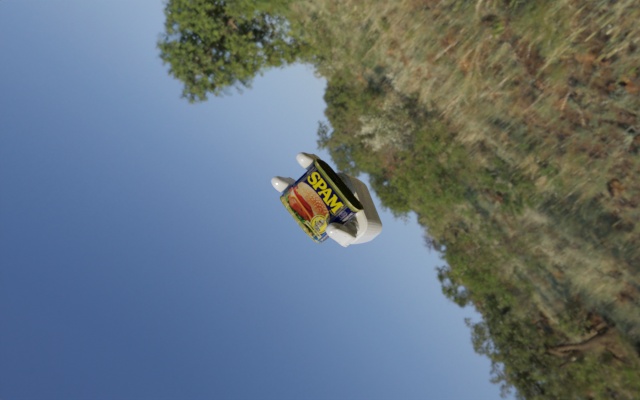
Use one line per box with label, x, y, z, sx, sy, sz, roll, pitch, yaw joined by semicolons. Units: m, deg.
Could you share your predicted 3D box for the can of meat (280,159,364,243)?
can of meat;0.000;0.003;0.726;0.084;0.102;0.057;-42;-14;15
